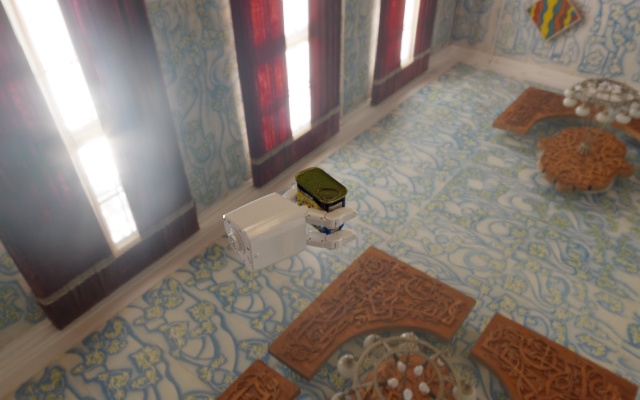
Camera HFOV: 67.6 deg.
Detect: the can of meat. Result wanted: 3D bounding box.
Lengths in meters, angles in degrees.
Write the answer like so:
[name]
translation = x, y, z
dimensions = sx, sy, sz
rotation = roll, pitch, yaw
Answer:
[can of meat]
translation = 0.000, 0.003, 0.854
dimensions = 0.057, 0.084, 0.102
rotation = -26, 46, -29
